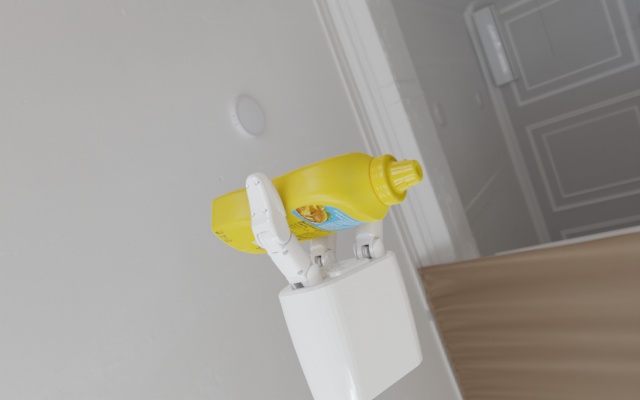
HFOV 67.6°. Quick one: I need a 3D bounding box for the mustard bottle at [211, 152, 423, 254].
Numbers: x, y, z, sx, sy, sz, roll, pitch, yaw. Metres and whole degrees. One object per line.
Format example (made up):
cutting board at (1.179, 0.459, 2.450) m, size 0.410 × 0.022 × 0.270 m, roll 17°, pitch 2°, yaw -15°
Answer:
mustard bottle at (0.000, 0.001, 0.423) m, size 0.191 × 0.058 × 0.096 m, roll -17°, pitch -26°, yaw 33°
